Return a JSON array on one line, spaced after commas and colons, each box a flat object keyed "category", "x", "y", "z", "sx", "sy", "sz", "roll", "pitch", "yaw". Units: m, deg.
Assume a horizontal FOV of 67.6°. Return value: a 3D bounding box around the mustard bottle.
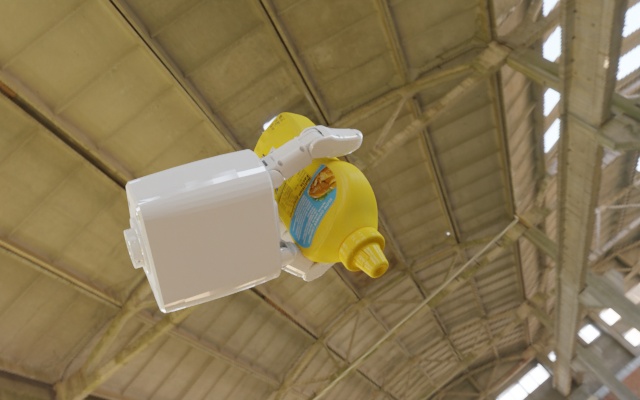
[{"category": "mustard bottle", "x": 0.000, "y": 0.001, "z": 0.451, "sx": 0.058, "sy": 0.096, "sz": 0.191, "roll": 6, "pitch": 32, "yaw": -41}]
